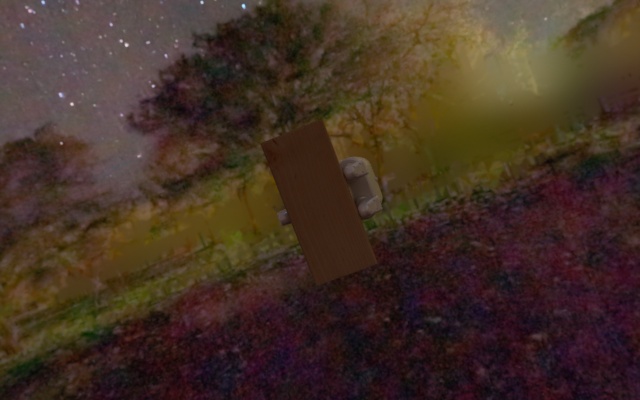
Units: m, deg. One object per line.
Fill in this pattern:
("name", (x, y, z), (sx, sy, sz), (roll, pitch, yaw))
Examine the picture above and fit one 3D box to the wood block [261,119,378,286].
("wood block", (0.000, 0.002, 0.675), (0.091, 0.206, 0.090), (-21, 2, 4))
